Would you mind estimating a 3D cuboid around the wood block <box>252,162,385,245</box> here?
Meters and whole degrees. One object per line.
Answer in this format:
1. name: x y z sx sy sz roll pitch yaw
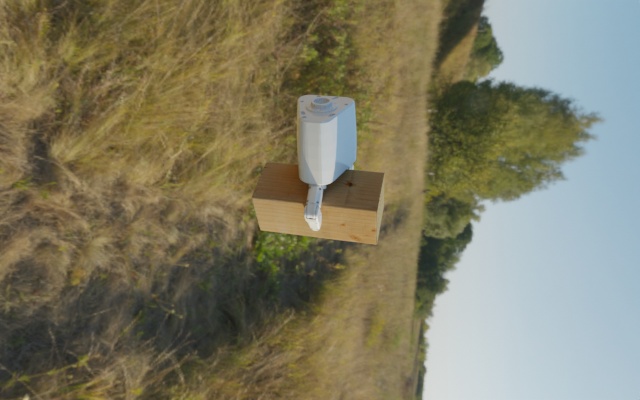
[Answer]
1. wood block: 0.000 0.003 0.815 0.206 0.090 0.090 6 -42 12
